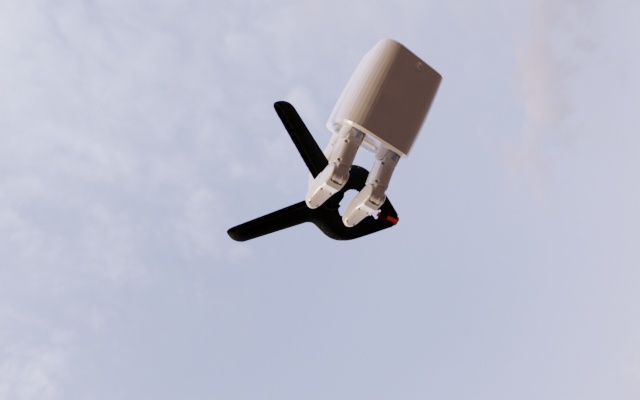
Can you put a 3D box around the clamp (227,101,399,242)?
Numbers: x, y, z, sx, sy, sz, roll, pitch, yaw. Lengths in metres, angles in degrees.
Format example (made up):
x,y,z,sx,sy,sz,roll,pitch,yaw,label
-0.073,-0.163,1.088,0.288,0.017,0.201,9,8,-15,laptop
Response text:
x,y,z,sx,sy,sz,roll,pitch,yaw,label
0.000,0.002,0.571,0.210,0.164,0.036,27,0,-26,clamp
